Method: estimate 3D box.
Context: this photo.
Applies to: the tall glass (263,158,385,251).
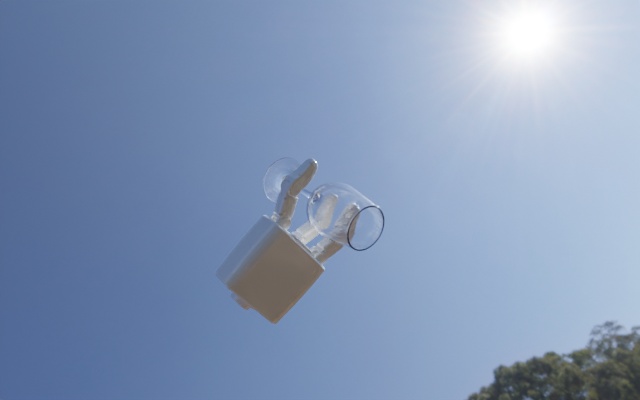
[{"bbox_3d":[0.000,0.002,0.673,0.079,0.079,0.201,0,19,-38],"label":"tall glass"}]
